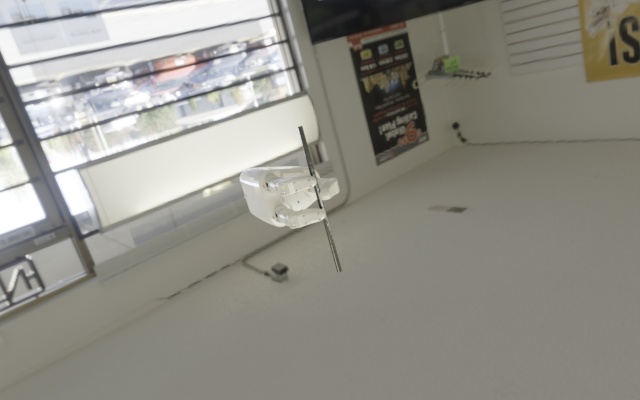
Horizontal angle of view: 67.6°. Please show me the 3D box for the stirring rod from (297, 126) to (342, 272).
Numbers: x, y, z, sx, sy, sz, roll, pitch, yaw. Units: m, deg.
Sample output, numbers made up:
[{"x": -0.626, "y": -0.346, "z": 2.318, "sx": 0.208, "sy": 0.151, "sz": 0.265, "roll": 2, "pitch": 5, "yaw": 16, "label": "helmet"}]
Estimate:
[{"x": 0.000, "y": 0.002, "z": 0.738, "sx": 0.011, "sy": 0.239, "sz": 0.011, "roll": -14, "pitch": 16, "yaw": 4, "label": "stirring rod"}]
